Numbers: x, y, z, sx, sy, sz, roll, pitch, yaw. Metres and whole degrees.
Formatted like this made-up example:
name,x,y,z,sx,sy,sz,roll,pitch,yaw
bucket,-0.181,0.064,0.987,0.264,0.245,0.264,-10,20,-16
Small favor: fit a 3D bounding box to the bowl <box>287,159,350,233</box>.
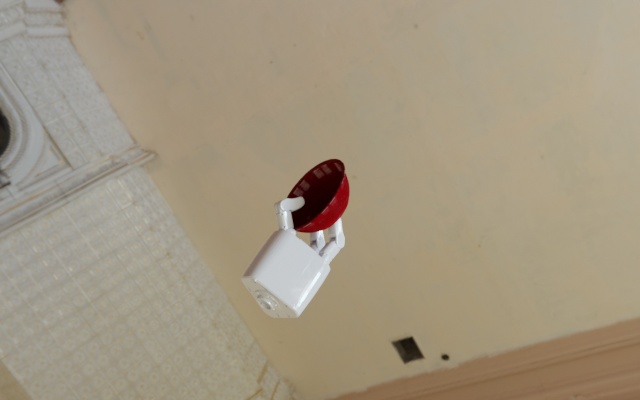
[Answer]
name,x,y,z,sx,sy,sz,roll,pitch,yaw
bowl,0.001,0.002,0.873,0.055,0.162,0.162,40,-21,-27
